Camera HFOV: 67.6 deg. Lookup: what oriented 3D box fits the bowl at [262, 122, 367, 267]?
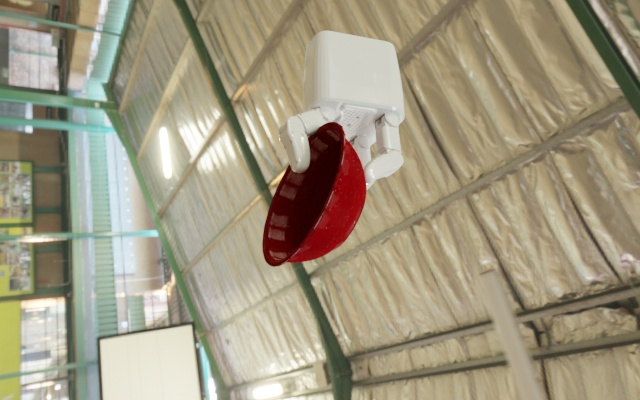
[{"bbox_3d":[0.000,0.003,0.502,0.055,0.162,0.162,26,-10,-21],"label":"bowl"}]
